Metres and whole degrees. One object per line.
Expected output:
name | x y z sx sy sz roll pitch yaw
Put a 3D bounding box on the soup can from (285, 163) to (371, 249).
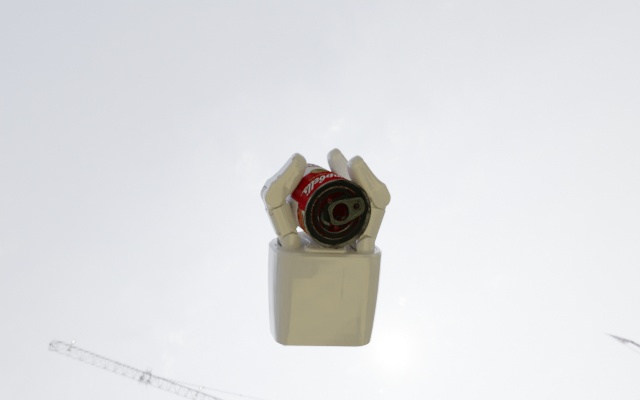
soup can | 0.000 0.001 0.493 0.068 0.068 0.102 0 14 -21
